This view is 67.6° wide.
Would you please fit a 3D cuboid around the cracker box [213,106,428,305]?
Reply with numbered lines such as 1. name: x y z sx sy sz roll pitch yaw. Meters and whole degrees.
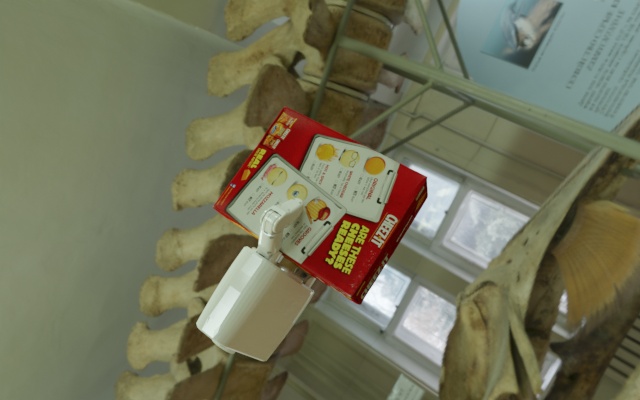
1. cracker box: 0.000 0.002 0.594 0.213 0.164 0.072 30 -10 23
